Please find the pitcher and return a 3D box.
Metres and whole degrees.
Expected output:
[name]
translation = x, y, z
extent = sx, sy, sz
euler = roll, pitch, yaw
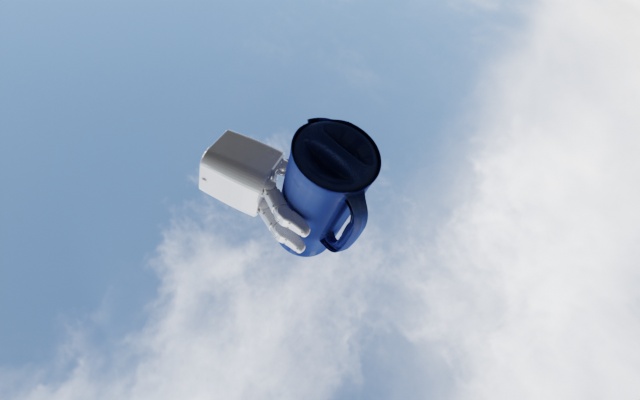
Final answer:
[pitcher]
translation = 0.000, 0.002, 0.762
extent = 0.145, 0.149, 0.243
euler = 24, -36, 1
